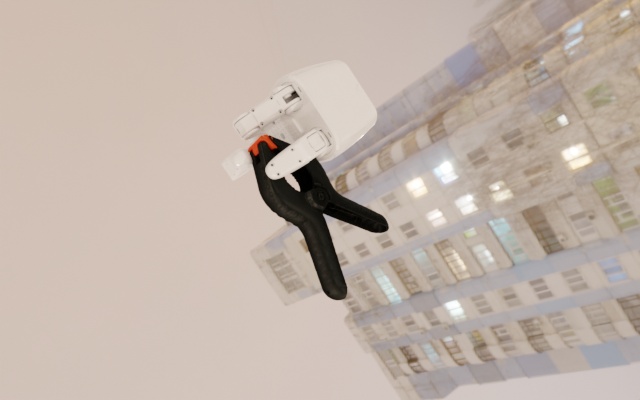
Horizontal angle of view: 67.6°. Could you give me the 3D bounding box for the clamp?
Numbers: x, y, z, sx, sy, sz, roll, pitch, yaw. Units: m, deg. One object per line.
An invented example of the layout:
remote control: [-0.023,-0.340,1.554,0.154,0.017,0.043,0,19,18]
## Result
clamp: [0.000,0.002,0.482,0.039,0.171,0.120,-30,5,40]
